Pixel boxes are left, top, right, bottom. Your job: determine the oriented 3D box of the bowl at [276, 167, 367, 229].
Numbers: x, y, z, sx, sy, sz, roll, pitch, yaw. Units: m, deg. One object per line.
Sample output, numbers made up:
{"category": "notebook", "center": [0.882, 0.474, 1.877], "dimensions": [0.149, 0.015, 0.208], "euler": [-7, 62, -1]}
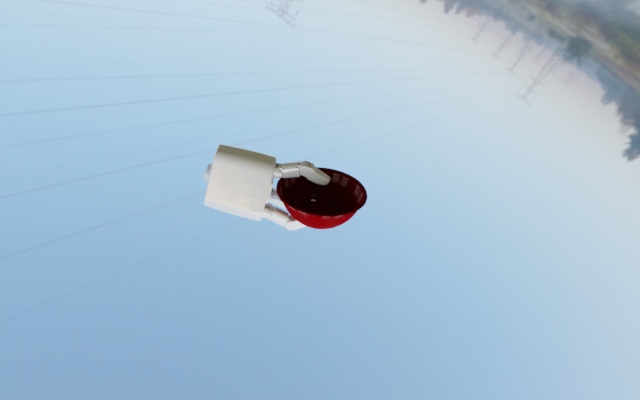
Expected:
{"category": "bowl", "center": [0.001, 0.003, 0.852], "dimensions": [0.162, 0.055, 0.162], "euler": [4, 33, -3]}
